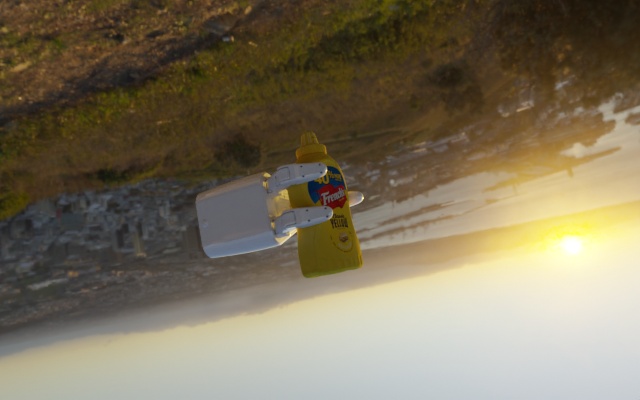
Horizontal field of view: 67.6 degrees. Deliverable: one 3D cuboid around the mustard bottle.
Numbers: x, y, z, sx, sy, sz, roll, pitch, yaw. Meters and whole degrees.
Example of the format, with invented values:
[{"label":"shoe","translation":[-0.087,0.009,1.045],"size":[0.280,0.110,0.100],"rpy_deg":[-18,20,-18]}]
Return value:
[{"label":"mustard bottle","translation":[0.000,0.002,0.634],"size":[0.058,0.191,0.096],"rpy_deg":[-20,-13,41]}]
